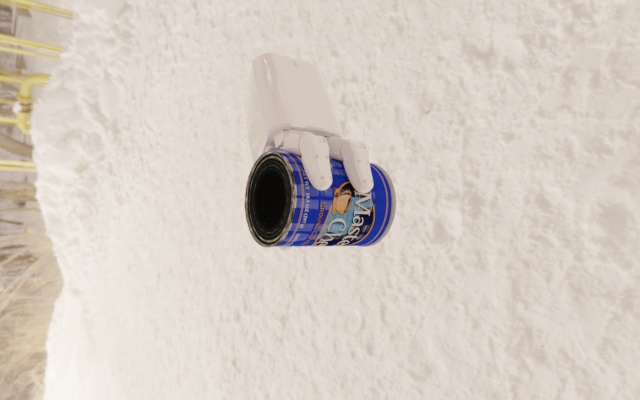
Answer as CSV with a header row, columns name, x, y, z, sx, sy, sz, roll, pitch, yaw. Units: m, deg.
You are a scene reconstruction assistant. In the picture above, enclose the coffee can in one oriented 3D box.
name,x,y,z,sx,sy,sz,roll,pitch,yaw
coffee can,0.000,0.002,0.541,0.140,0.103,0.103,3,-2,-37
